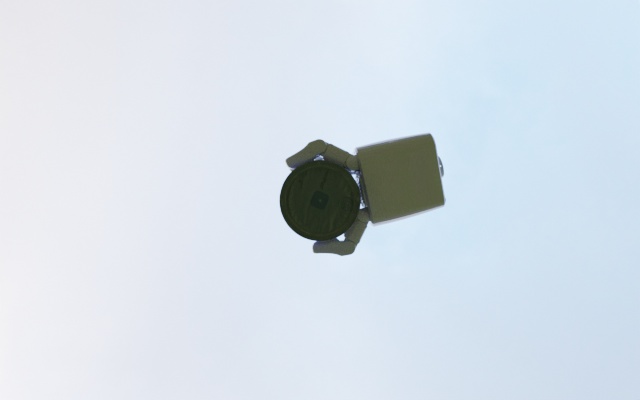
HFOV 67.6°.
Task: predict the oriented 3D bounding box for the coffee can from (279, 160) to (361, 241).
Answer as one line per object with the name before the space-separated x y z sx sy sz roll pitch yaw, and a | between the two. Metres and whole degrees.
coffee can | 0.000 0.002 0.666 0.103 0.103 0.140 0 -2 0
